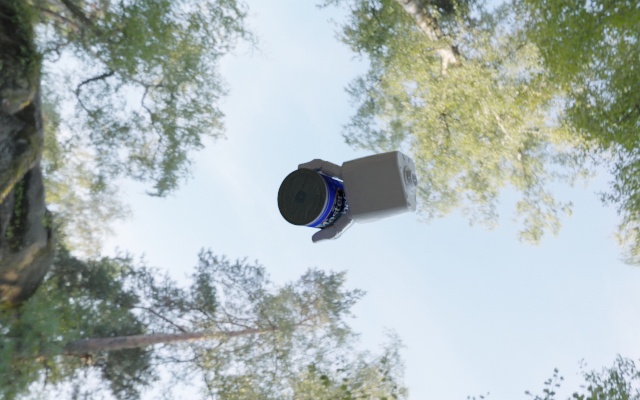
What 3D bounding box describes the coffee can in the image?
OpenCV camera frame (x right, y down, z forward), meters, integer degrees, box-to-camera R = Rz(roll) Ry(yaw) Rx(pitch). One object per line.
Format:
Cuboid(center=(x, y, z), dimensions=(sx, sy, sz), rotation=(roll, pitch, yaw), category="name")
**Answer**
Cuboid(center=(0.000, 0.003, 0.892), dimensions=(0.103, 0.103, 0.140), rotation=(0, -8, 30), category="coffee can")
